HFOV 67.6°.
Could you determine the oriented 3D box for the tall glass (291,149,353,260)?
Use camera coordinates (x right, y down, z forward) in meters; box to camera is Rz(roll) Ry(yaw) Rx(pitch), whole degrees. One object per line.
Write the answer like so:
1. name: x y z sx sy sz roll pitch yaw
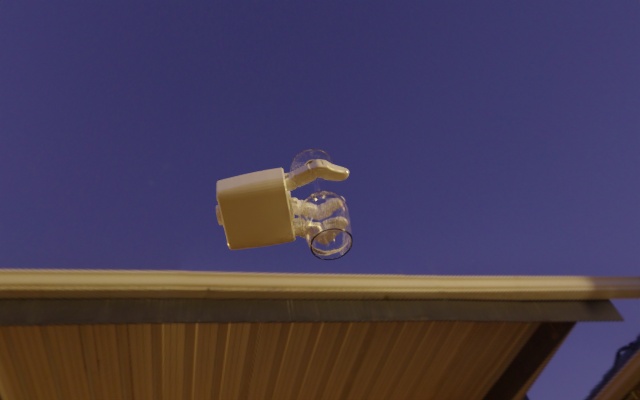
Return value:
1. tall glass: 0.000 0.002 0.753 0.079 0.079 0.201 0 37 -12
